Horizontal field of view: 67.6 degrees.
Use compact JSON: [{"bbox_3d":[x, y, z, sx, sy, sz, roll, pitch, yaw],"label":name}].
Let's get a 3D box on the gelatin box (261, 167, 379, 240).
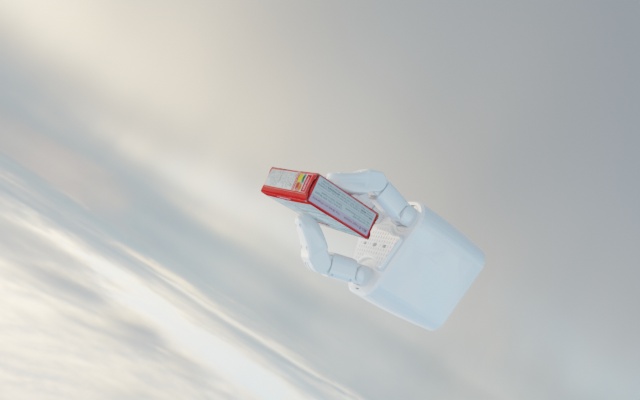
[{"bbox_3d":[0.000,0.002,0.450,0.089,0.030,0.073,31,-12,-38],"label":"gelatin box"}]
